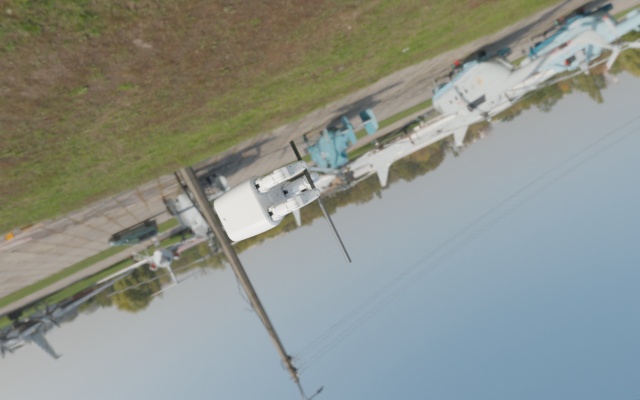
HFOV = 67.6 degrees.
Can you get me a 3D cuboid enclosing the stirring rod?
[{"bbox_3d":[0.000,0.003,0.851,0.011,0.239,0.011,-26,2,1],"label":"stirring rod"}]
